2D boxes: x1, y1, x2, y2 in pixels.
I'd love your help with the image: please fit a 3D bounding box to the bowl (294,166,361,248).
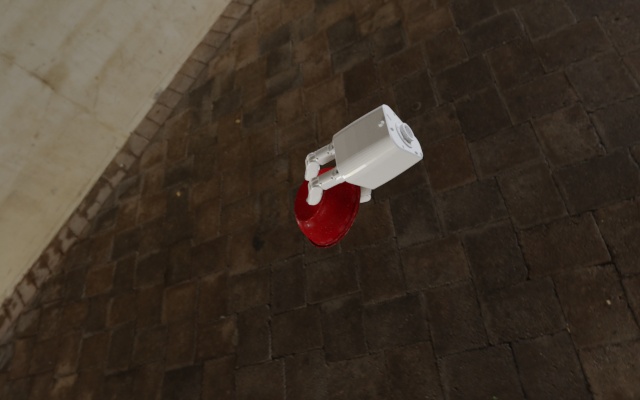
[{"bbox_3d":[-0.001,0.004,0.875,0.055,0.162,0.162,21,-12,-33],"label":"bowl"}]
